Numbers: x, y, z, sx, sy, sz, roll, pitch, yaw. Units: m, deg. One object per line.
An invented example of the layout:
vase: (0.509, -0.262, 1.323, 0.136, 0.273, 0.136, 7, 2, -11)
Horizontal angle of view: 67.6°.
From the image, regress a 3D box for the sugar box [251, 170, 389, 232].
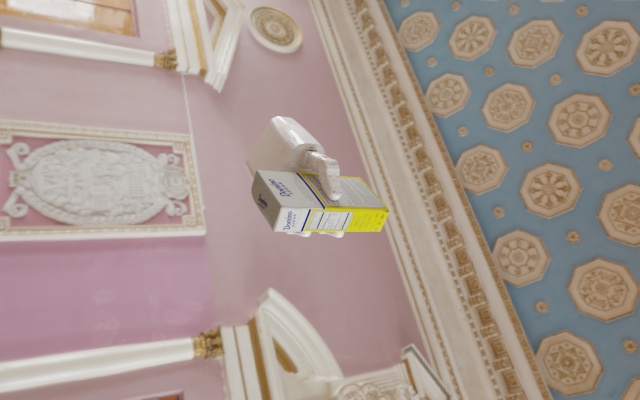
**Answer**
sugar box: (0.000, 0.003, 0.666, 0.176, 0.048, 0.093, 0, 33, -31)
